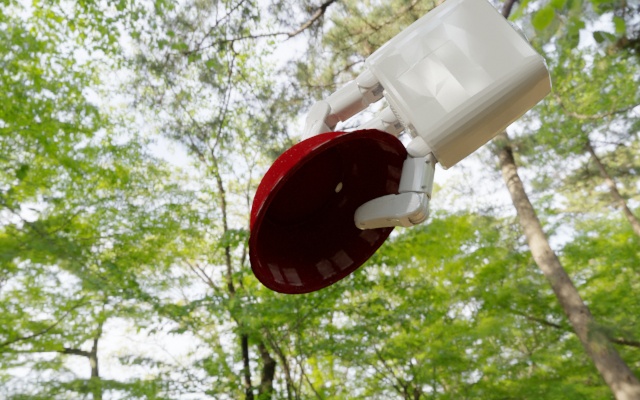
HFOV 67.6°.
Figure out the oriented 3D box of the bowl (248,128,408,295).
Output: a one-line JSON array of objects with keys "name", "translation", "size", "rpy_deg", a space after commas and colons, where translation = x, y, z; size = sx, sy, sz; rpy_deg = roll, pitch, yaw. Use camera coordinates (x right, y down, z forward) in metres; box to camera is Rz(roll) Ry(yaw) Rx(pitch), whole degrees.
[{"name": "bowl", "translation": [-0.001, 0.002, 0.405], "size": [0.162, 0.162, 0.055], "rpy_deg": [0, 33, -42]}]
